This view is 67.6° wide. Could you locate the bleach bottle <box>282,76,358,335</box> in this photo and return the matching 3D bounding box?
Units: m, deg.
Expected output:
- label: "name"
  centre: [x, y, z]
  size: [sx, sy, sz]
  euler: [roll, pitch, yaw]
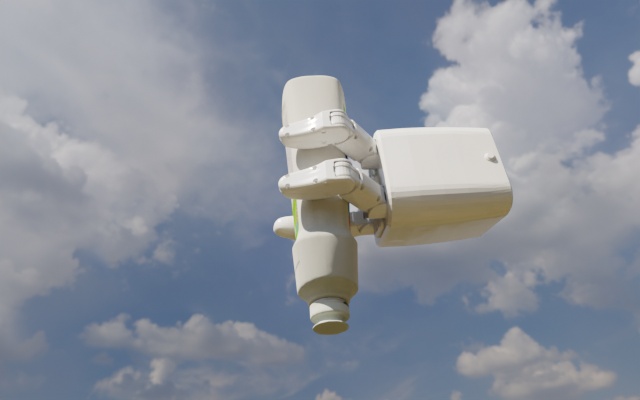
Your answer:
- label: "bleach bottle"
  centre: [0.000, 0.001, 0.444]
  size: [0.068, 0.250, 0.103]
  euler: [-3, -35, -1]
